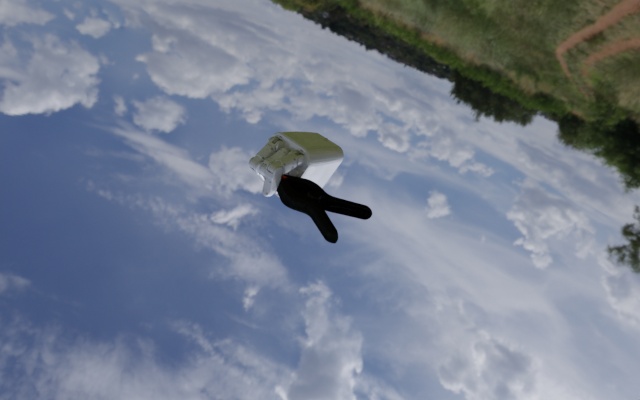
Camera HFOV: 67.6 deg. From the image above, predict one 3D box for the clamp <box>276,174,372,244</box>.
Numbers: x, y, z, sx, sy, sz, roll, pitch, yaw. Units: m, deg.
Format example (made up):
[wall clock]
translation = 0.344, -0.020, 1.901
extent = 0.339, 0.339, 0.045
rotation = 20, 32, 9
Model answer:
[clamp]
translation = 0.000, 0.003, 0.794
extent = 0.171, 0.039, 0.120
rotation = 39, 33, 28
